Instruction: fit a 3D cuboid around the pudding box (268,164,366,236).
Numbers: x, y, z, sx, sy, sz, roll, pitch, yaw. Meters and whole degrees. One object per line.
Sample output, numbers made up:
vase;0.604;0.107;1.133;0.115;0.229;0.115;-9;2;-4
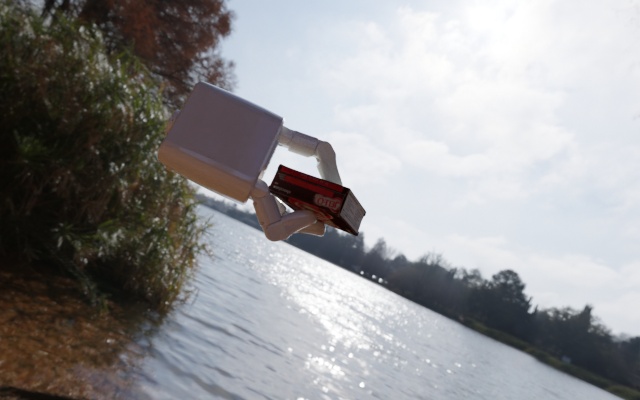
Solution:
pudding box;0.000;0.002;0.566;0.090;0.039;0.113;21;-7;20
